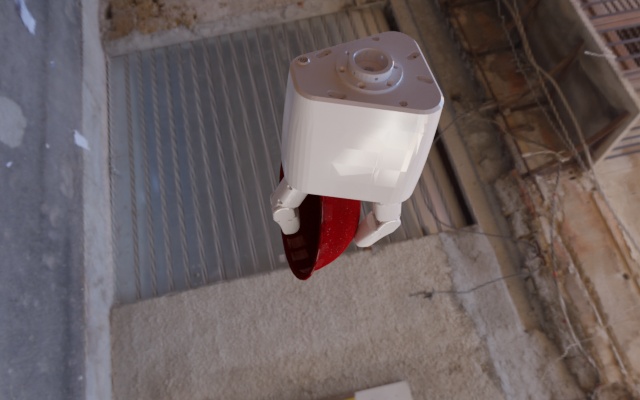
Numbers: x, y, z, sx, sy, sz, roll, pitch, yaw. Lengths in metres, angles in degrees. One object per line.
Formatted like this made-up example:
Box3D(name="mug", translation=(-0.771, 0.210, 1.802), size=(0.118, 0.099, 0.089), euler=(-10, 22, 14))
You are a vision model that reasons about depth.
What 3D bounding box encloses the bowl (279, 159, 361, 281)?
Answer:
Box3D(name="bowl", translation=(0.000, 0.002, 0.507), size=(0.055, 0.162, 0.162), euler=(-1, 0, -19))
